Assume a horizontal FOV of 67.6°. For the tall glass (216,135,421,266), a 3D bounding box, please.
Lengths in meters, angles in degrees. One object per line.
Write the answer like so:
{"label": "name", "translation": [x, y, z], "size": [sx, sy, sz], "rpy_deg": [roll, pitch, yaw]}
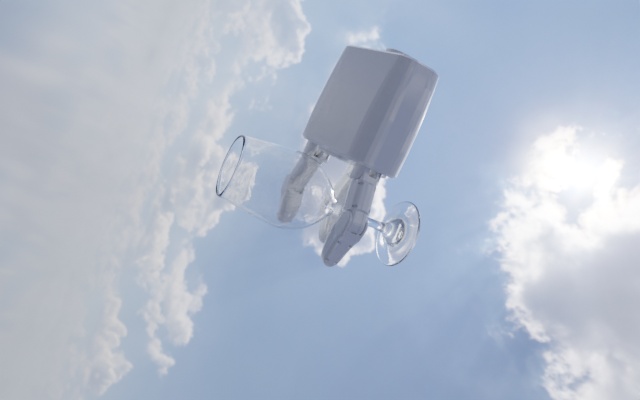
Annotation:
{"label": "tall glass", "translation": [0.001, 0.002, 0.481], "size": [0.201, 0.079, 0.079], "rpy_deg": [22, -9, -24]}
